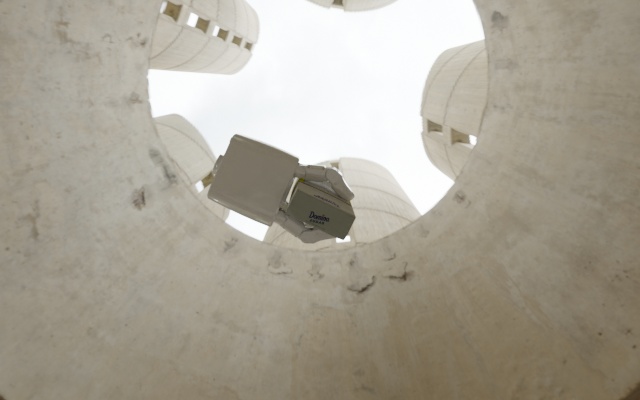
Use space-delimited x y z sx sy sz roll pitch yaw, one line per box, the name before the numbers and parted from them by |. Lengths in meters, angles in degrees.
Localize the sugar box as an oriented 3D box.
sugar box | 0.000 0.003 0.739 0.093 0.048 0.176 25 13 -5
